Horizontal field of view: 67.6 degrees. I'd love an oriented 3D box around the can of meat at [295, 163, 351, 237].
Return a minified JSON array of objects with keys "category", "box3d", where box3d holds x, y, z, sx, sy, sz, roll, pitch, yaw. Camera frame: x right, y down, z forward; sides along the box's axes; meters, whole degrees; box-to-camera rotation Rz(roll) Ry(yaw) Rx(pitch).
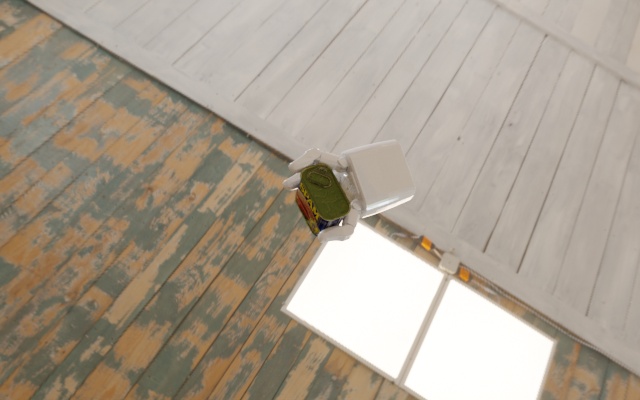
[{"category":"can of meat","box3d":[0.000,0.003,0.804,0.057,0.102,0.084,-21,-20,-21]}]
